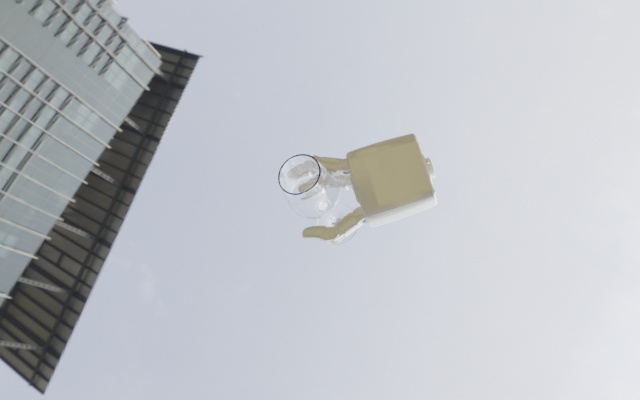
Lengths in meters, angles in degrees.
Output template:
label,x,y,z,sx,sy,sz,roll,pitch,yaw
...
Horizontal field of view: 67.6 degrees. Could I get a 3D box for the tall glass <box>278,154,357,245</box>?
label,x,y,z,sx,sy,sz,roll,pitch,yaw
tall glass,0.000,0.003,0.733,0.079,0.079,0.201,0,-23,19
